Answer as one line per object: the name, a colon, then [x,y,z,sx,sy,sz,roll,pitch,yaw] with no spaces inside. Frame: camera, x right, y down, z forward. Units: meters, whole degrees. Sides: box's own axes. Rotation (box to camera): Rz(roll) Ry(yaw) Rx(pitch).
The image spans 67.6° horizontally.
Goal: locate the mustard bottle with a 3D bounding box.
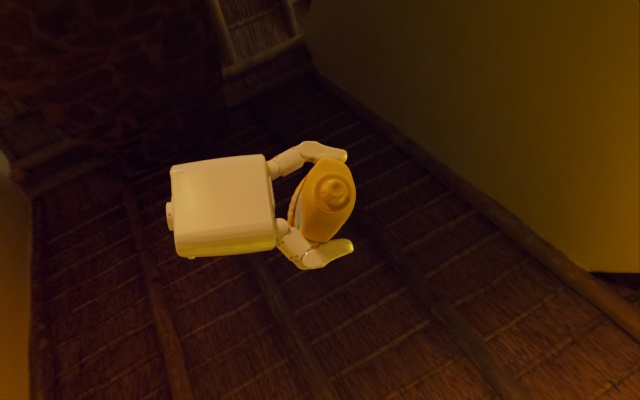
mustard bottle: [0.000,0.002,0.555,0.058,0.096,0.191,17,-10,-6]
